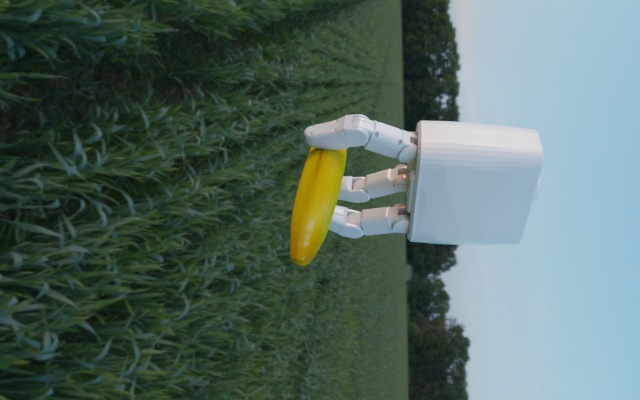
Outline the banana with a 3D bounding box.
[{"bbox_3d":[0.002,-0.017,0.449,0.037,0.070,0.197,8,26,4],"label":"banana"}]
